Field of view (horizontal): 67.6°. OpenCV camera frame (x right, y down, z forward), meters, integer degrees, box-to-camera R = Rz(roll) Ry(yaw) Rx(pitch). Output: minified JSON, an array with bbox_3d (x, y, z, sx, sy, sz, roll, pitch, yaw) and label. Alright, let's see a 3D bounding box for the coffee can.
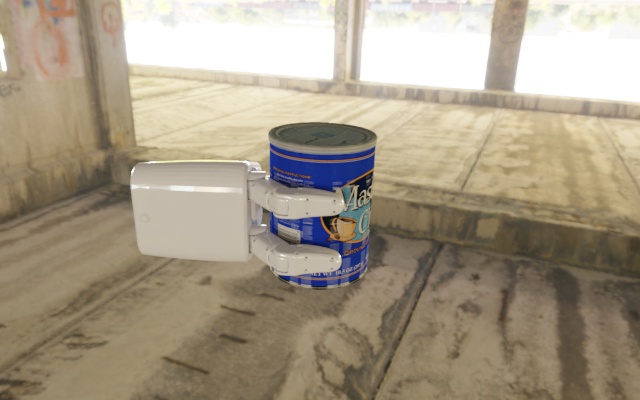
[{"bbox_3d":[0.000,0.001,0.473,0.103,0.140,0.102,2,21,-1],"label":"coffee can"}]
